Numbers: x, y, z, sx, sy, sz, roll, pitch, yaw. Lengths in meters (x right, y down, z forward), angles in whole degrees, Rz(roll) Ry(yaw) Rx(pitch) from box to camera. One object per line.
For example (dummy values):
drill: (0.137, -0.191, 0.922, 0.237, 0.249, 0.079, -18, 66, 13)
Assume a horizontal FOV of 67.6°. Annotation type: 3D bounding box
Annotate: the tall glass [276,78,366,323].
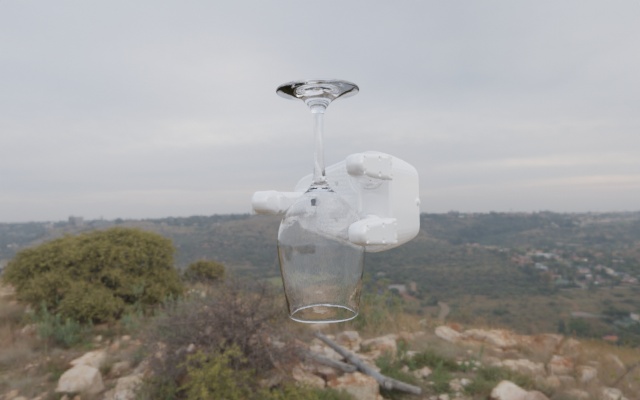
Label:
tall glass: (0.000, 0.001, 0.422, 0.079, 0.201, 0.079, -1, -1, 0)
